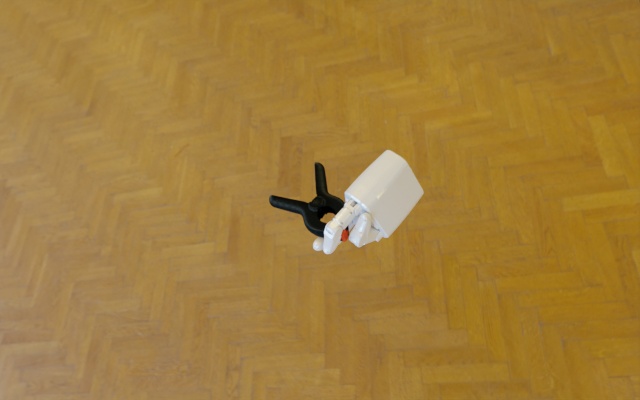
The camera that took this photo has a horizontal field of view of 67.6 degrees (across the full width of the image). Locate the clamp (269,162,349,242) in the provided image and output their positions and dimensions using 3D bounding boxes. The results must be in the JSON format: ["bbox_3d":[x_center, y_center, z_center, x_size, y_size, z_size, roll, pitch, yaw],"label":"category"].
[{"bbox_3d":[0.000,0.003,0.845,0.171,0.120,0.039,37,-10,31],"label":"clamp"}]
